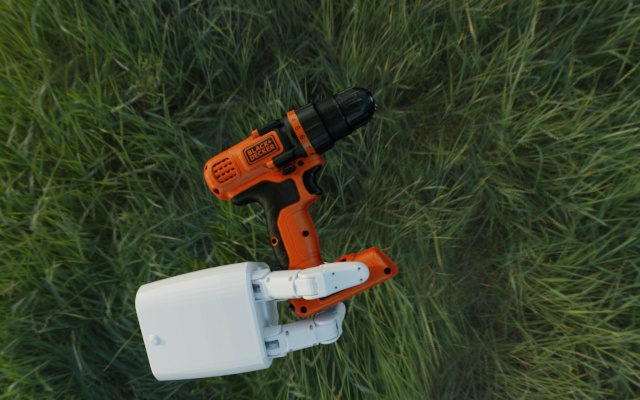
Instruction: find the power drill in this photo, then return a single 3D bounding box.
[{"bbox_3d":[0.000,0.002,0.463,0.184,0.187,0.057,-27,-10,7],"label":"power drill"}]
